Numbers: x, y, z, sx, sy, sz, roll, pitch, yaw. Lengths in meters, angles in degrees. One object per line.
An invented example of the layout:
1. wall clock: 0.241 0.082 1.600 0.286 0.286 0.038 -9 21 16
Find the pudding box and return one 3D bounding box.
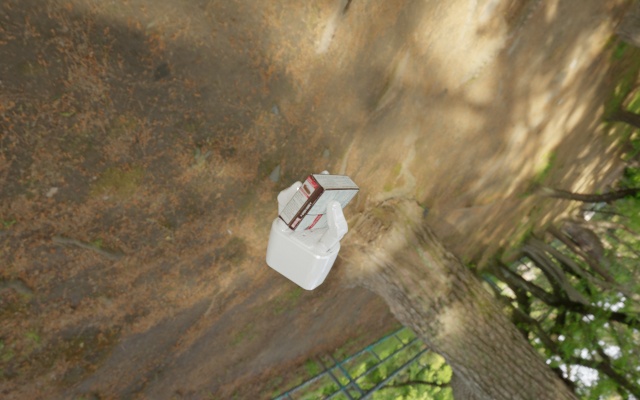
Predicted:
1. pudding box: 0.000 0.003 0.747 0.039 0.090 0.113 46 23 21
